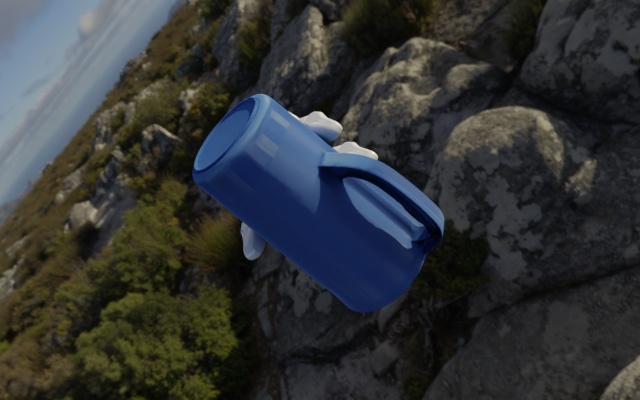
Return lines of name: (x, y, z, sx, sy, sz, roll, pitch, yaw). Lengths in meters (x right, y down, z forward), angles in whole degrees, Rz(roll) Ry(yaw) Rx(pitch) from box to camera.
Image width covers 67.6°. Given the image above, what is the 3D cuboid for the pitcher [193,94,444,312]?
pitcher: (0.000, 0.002, 0.496, 0.243, 0.149, 0.145, 39, 4, -28)
